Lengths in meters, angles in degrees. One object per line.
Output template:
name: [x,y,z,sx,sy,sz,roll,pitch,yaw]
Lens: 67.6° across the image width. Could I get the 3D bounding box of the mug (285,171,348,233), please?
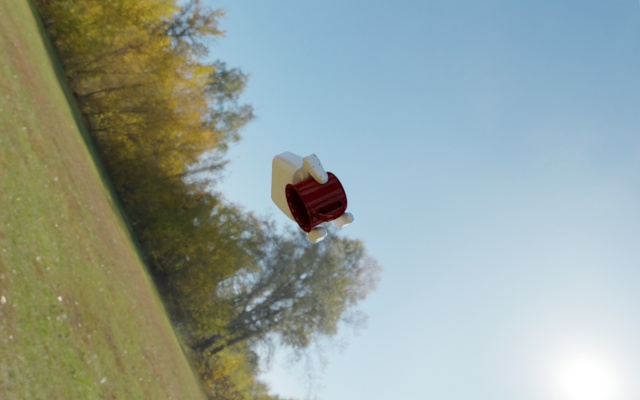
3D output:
mug: [0.001,0.003,0.835,0.081,0.093,0.117,-24,30,-21]
